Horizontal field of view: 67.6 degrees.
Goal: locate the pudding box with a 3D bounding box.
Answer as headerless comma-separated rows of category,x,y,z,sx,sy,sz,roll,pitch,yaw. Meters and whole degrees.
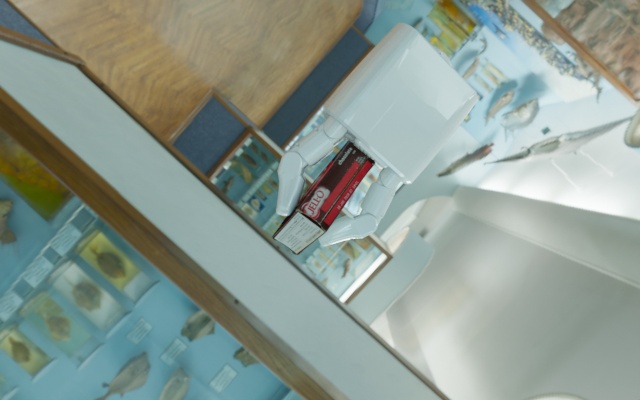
pudding box,0.000,0.002,0.479,0.039,0.090,0.113,38,-25,-1
